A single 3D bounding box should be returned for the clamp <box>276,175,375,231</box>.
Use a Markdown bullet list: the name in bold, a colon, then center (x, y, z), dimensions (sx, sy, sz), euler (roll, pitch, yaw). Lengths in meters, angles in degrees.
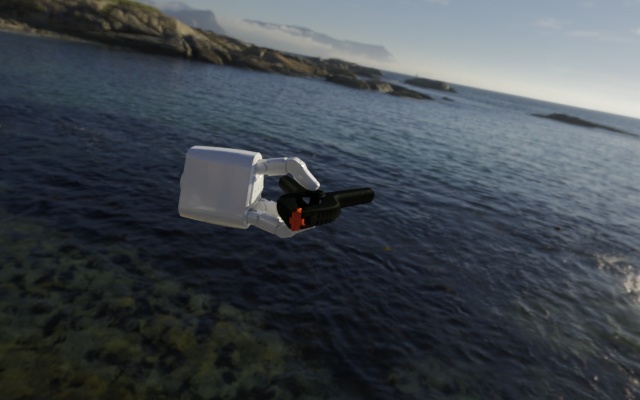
- **clamp**: center (0.000, 0.002, 0.726), dimensions (0.164, 0.036, 0.210), euler (6, 16, 5)
